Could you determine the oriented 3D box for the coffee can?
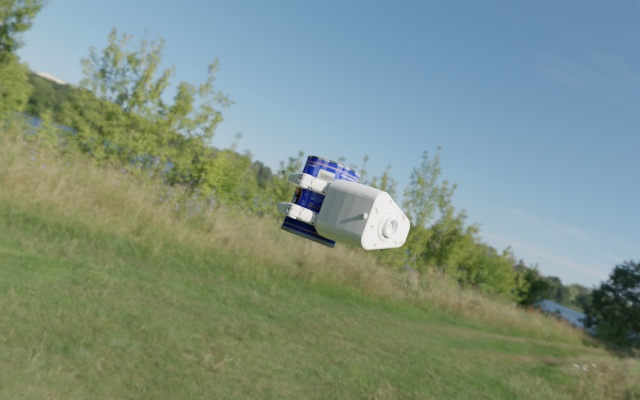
[{"bbox_3d":[0.000,0.003,0.859,0.103,0.140,0.103,20,-4,1],"label":"coffee can"}]
